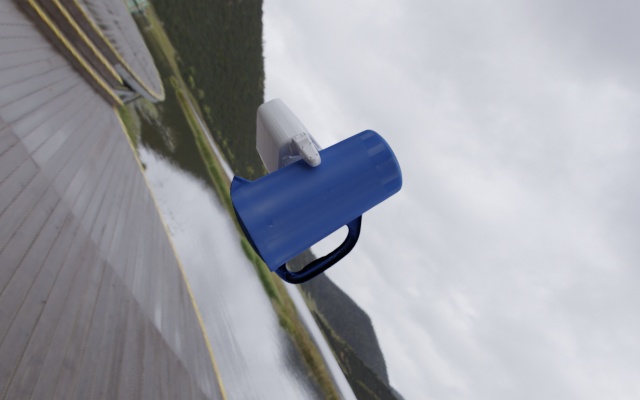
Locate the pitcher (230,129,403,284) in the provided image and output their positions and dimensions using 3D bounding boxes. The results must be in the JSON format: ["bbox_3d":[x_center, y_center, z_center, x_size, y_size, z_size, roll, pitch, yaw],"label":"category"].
[{"bbox_3d":[0.000,0.002,0.713,0.243,0.145,0.149,-28,-37,-8],"label":"pitcher"}]
